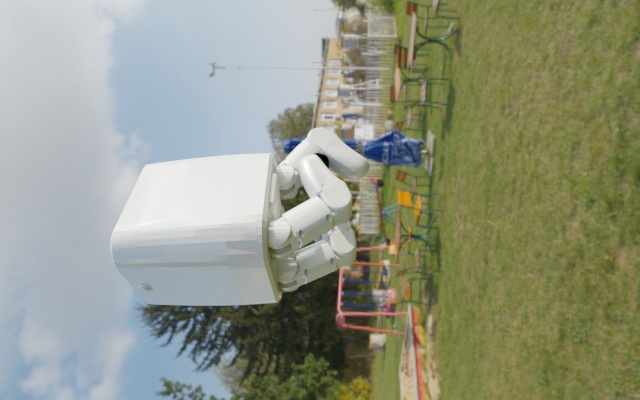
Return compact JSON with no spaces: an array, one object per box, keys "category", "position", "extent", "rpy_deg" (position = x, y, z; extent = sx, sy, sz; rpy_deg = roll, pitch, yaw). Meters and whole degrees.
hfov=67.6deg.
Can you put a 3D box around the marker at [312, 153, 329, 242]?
[{"category":"marker","position":[0.000,0.001,0.422],"extent":[0.020,0.020,0.121],"rpy_deg":[0,-36,3]}]
